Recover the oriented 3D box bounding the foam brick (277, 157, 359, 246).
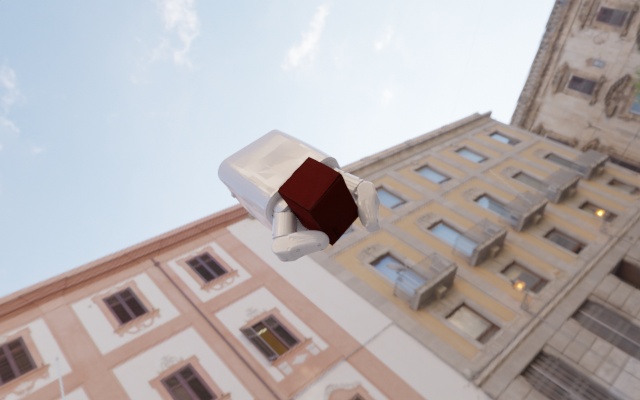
[{"bbox_3d":[0.000,0.001,0.511,0.051,0.053,0.078,33,-16,35],"label":"foam brick"}]
